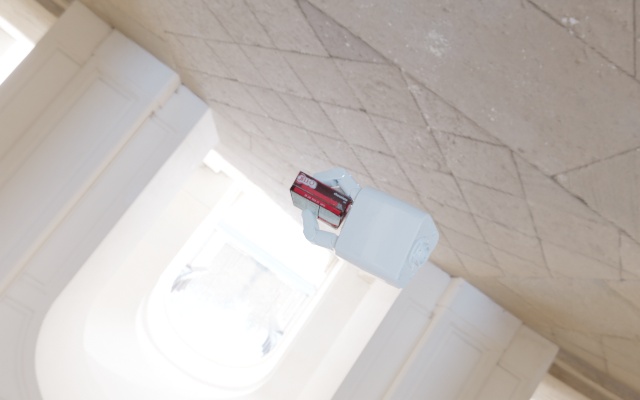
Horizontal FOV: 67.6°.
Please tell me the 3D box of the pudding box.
[{"bbox_3d":[0.000,0.003,0.746,0.090,0.039,0.113,30,-13,6],"label":"pudding box"}]
